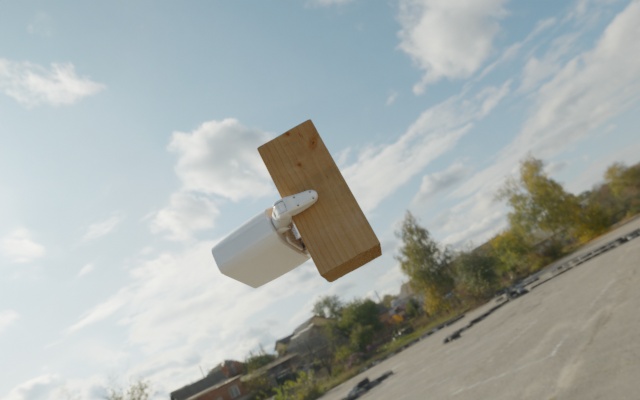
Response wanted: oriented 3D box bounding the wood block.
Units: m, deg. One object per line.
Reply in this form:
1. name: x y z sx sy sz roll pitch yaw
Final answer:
1. wood block: 0.000 0.002 0.687 0.090 0.206 0.091 -29 -18 1
